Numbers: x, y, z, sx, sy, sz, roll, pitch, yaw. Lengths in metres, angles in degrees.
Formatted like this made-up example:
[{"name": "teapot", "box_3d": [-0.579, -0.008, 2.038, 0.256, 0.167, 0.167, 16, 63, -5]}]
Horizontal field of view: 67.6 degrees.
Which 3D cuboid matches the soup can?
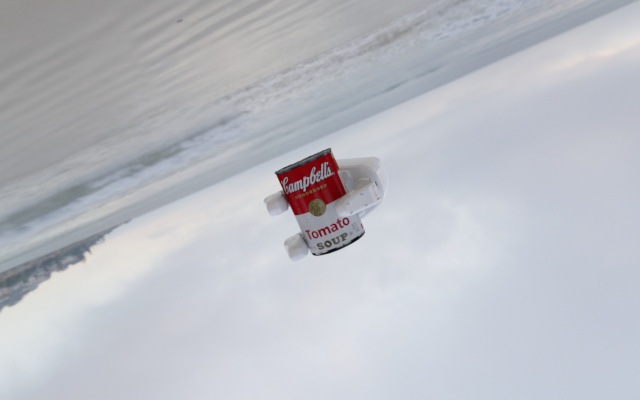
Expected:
[{"name": "soup can", "box_3d": [0.000, 0.002, 0.528, 0.068, 0.102, 0.068, -23, 7, 3]}]
